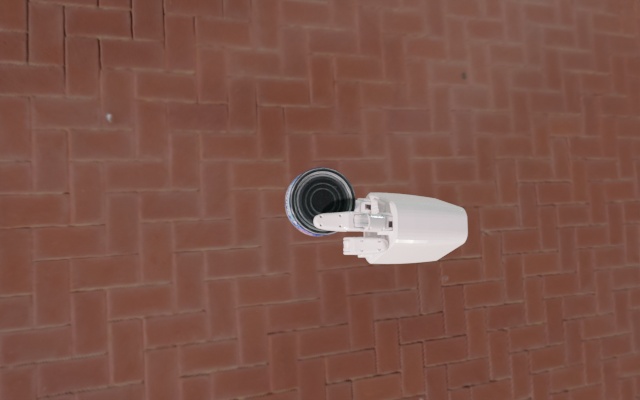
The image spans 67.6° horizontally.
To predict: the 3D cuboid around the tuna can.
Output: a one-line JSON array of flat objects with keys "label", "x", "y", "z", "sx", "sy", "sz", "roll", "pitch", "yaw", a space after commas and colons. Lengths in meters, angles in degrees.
[{"label": "tuna can", "x": 0.000, "y": 0.002, "z": 0.597, "sx": 0.086, "sy": 0.086, "sz": 0.034, "roll": 0, "pitch": -4, "yaw": -13}]
